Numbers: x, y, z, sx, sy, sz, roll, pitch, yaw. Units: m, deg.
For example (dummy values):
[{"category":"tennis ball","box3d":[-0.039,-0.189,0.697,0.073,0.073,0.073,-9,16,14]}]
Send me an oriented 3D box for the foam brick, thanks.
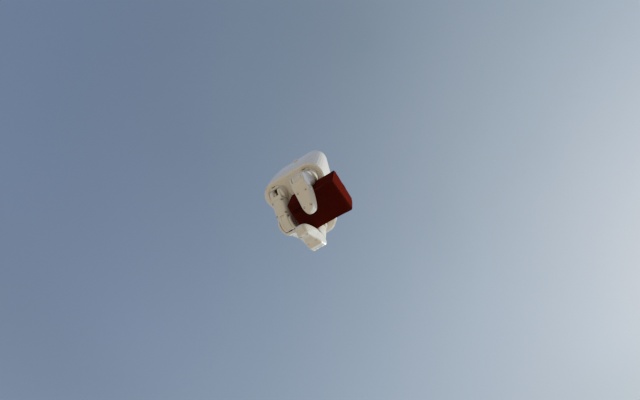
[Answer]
[{"category":"foam brick","box3d":[0.000,0.002,0.682,0.078,0.053,0.051,-29,14,15]}]
